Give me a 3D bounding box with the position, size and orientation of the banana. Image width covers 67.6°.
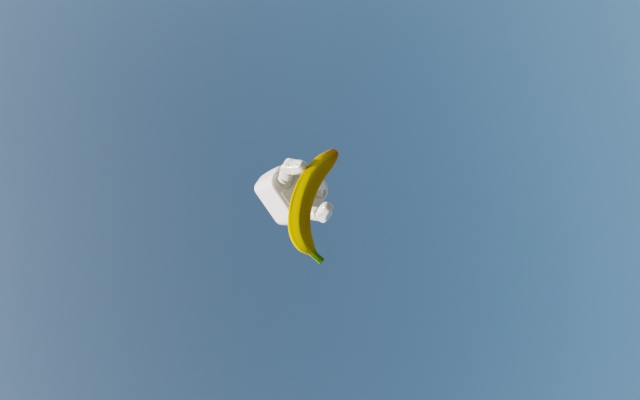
[{"bbox_3d":[-0.017,0.002,0.793,0.069,0.197,0.037,15,-13,-26],"label":"banana"}]
